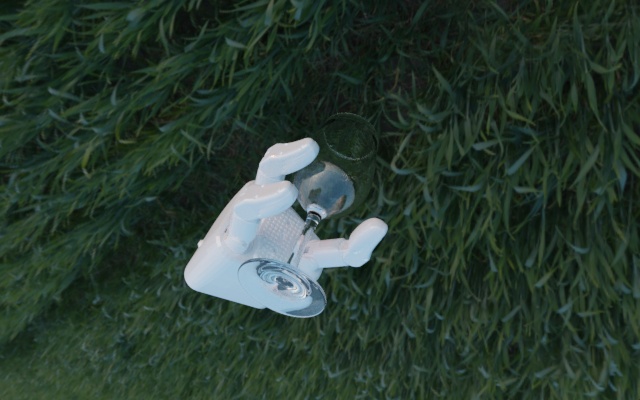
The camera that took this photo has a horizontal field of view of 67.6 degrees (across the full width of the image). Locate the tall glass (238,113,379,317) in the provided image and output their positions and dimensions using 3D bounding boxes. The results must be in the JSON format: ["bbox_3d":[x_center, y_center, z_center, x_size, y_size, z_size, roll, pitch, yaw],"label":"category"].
[{"bbox_3d":[0.000,0.002,0.437,0.079,0.079,0.201,0,44,26],"label":"tall glass"}]
